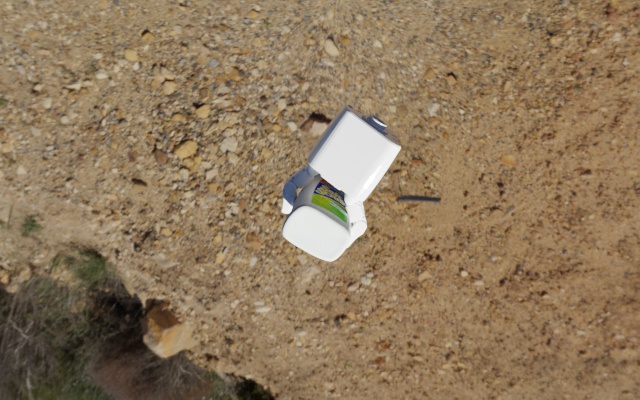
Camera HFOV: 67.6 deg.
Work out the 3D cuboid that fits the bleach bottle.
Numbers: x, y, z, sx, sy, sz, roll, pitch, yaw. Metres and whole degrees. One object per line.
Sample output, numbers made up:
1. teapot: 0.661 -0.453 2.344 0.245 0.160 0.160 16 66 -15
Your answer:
1. bleach bottle: 0.000 0.003 0.806 0.102 0.068 0.250 32 21 -11
